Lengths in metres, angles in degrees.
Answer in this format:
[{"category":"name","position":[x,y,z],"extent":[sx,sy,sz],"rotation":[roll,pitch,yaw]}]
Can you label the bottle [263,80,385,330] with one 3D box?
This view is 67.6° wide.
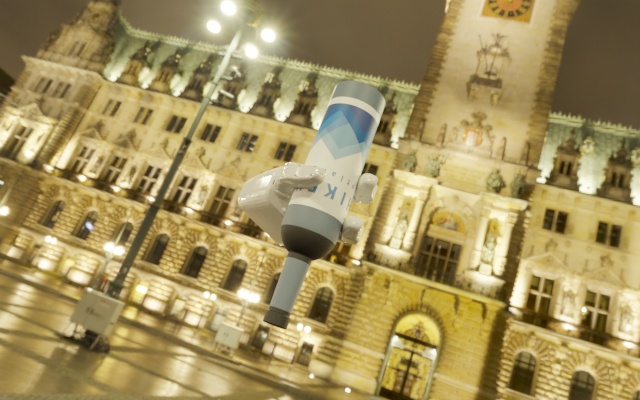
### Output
[{"category":"bottle","position":[0.000,0.002,0.552],"extent":[0.069,0.295,0.069],"rotation":[19,-17,6]}]
